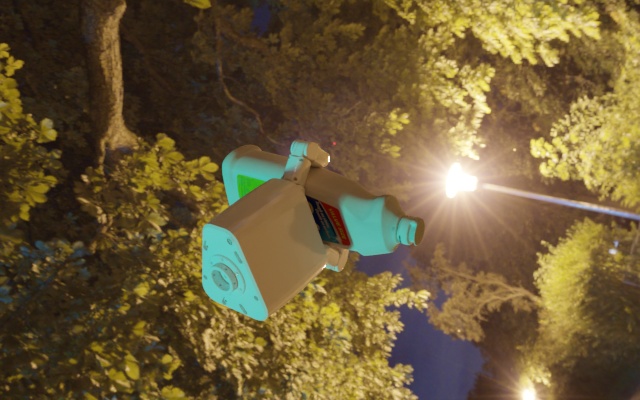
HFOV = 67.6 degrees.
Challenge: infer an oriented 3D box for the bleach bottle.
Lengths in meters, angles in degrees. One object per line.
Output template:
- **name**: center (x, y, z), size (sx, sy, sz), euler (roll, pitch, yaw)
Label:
- **bleach bottle**: center (0.000, 0.002, 0.564), size (0.251, 0.103, 0.068), euler (13, 34, 32)
